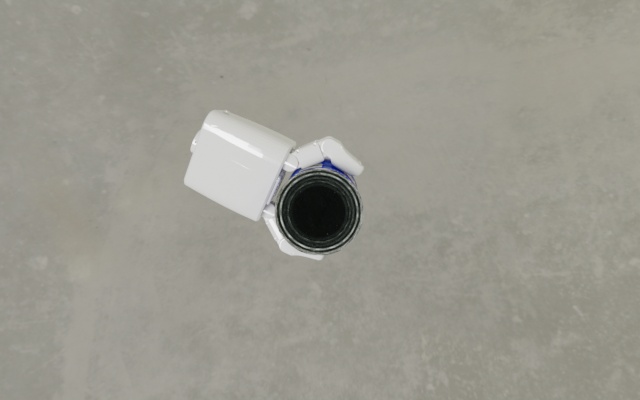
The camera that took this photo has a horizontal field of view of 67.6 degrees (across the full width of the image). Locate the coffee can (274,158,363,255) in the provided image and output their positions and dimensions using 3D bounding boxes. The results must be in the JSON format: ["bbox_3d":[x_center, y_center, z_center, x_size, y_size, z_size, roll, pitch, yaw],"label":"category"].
[{"bbox_3d":[0.000,0.002,0.613,0.103,0.103,0.140,0,10,2],"label":"coffee can"}]
